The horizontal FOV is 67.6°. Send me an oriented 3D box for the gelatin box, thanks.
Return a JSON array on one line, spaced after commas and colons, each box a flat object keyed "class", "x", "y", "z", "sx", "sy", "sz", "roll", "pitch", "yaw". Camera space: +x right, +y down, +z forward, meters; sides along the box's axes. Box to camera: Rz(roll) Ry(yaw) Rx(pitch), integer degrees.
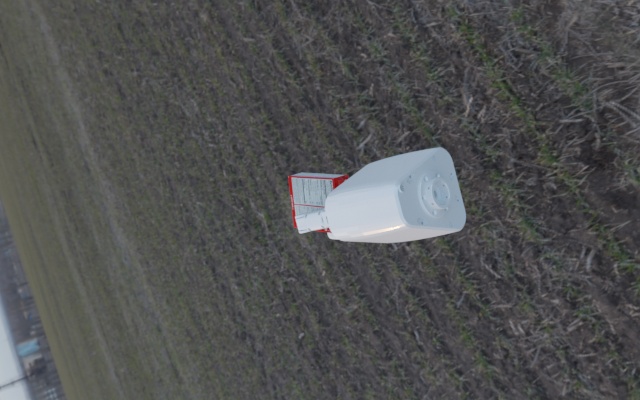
[{"class": "gelatin box", "x": 0.000, "y": 0.002, "z": 0.627, "sx": 0.089, "sy": 0.073, "sz": 0.030, "roll": 5, "pitch": 16, "yaw": 44}]
